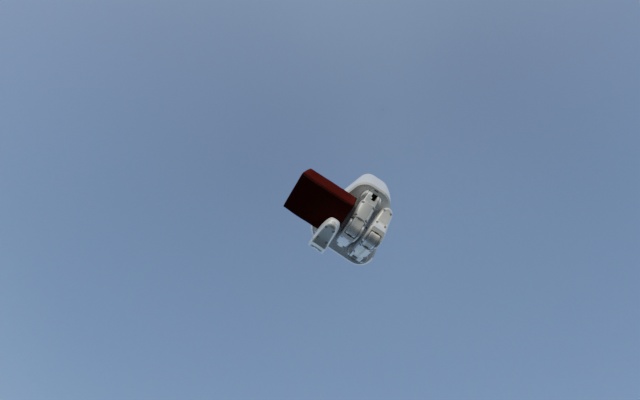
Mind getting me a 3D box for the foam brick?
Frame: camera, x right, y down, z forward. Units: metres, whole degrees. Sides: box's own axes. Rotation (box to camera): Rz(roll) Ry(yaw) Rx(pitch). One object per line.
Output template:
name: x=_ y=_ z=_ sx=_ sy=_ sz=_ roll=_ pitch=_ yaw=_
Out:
foam brick: x=0.000 y=0.002 z=0.625 sx=0.078 sy=0.053 sz=0.051 roll=34 pitch=15 yaw=0
